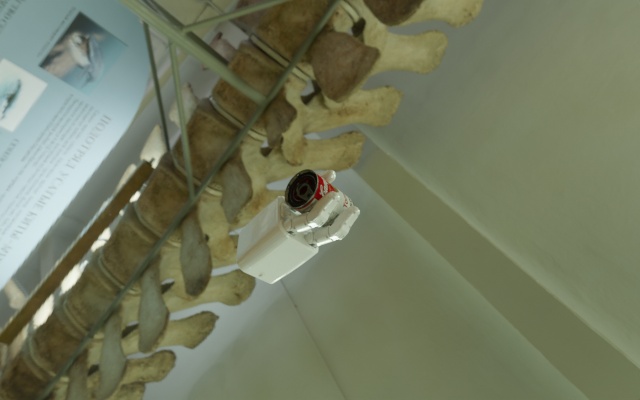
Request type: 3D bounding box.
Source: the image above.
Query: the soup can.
[{"bbox_3d":[0.001,0.002,0.779,0.068,0.068,0.102,0,-25,43],"label":"soup can"}]
